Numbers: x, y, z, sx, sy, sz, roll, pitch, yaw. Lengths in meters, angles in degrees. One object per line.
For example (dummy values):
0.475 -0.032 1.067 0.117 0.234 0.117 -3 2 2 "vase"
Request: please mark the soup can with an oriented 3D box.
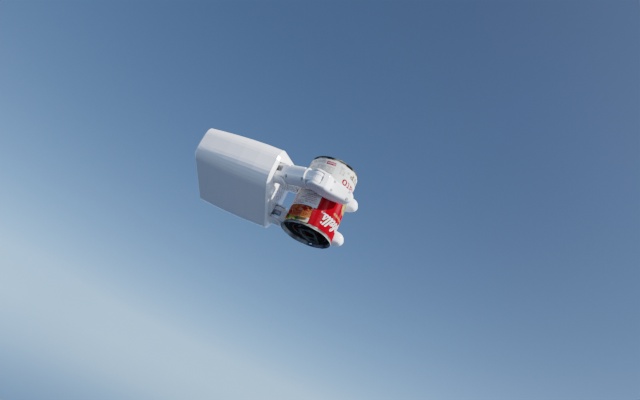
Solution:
0.001 0.002 0.620 0.068 0.102 0.068 20 -24 10 "soup can"
